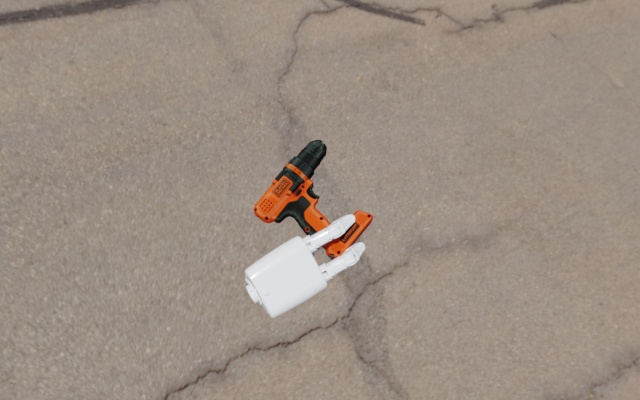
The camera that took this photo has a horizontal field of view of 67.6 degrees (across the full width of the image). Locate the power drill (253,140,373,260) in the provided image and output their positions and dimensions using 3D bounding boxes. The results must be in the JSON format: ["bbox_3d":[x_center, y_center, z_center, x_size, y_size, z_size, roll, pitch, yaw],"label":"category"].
[{"bbox_3d":[0.000,0.003,0.863,0.187,0.184,0.057,37,-7,11],"label":"power drill"}]
